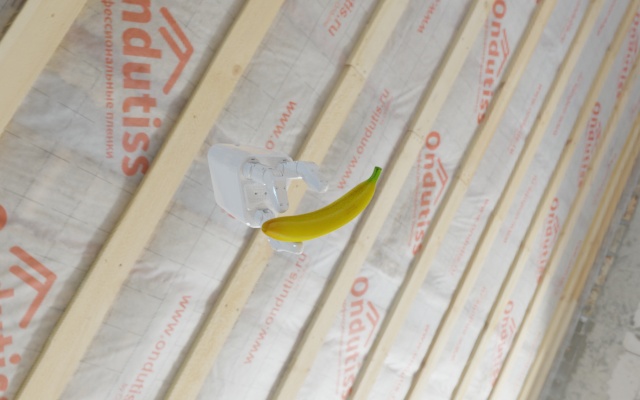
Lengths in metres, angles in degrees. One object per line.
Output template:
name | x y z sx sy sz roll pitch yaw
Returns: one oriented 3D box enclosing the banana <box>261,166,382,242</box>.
banana | 0.006 0.016 0.656 0.197 0.070 0.037 -29 36 -27
